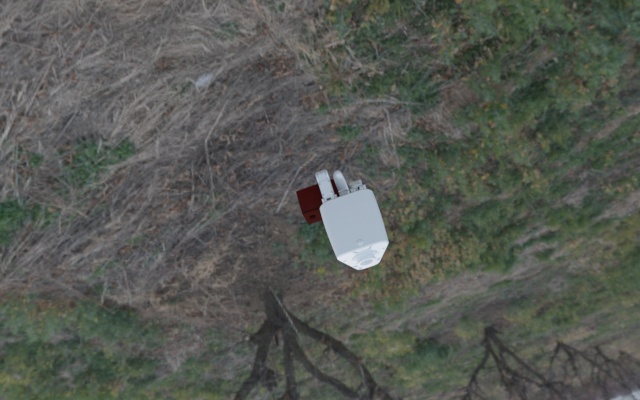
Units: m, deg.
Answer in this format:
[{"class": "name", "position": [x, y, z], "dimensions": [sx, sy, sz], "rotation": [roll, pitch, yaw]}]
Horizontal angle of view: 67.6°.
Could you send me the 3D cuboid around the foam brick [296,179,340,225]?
[{"class": "foam brick", "position": [0.000, 0.003, 0.900], "dimensions": [0.078, 0.051, 0.053], "rotation": [-19, -28, 3]}]
